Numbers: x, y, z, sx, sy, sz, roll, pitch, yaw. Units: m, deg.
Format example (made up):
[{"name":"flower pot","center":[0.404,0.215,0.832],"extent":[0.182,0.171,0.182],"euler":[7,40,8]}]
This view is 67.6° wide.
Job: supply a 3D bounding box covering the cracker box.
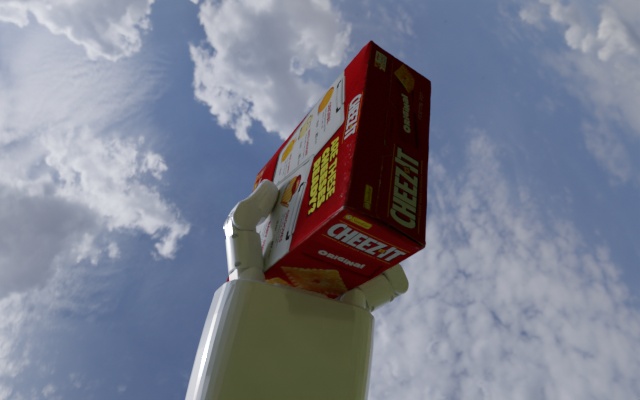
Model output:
[{"name":"cracker box","center":[0.000,0.001,0.406],"extent":[0.072,0.164,0.214],"euler":[26,-38,-20]}]
